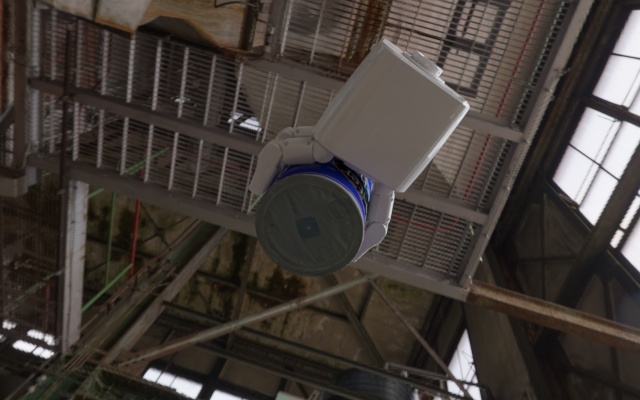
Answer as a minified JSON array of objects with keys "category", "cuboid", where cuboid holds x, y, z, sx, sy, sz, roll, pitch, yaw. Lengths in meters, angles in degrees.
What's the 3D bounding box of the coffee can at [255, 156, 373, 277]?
[{"category":"coffee can","cuboid":[0.000,0.002,0.504,0.103,0.103,0.140,0,20,10]}]
